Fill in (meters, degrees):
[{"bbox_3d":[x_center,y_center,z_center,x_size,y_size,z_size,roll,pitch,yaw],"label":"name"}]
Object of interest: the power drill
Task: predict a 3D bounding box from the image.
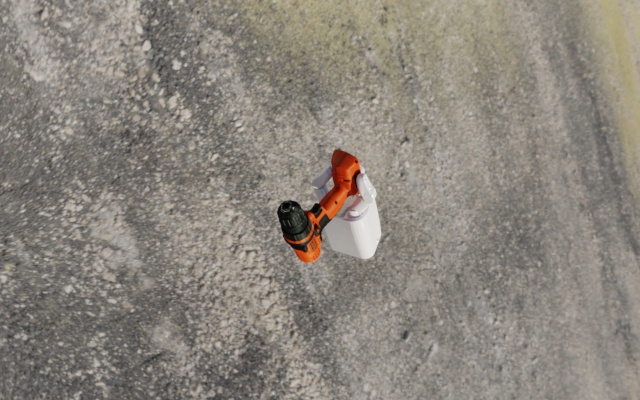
[{"bbox_3d":[0.000,0.003,0.838,0.057,0.187,0.184,29,-21,23],"label":"power drill"}]
